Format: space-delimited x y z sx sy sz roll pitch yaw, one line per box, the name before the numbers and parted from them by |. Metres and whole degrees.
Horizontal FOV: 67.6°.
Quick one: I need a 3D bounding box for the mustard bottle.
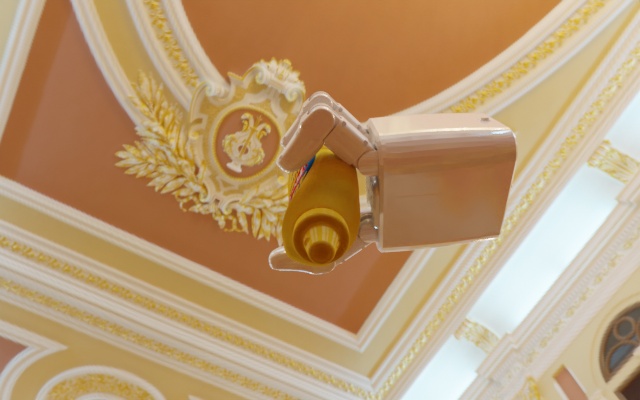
mustard bottle | 0.000 0.001 0.408 0.058 0.096 0.191 18 20 -8
